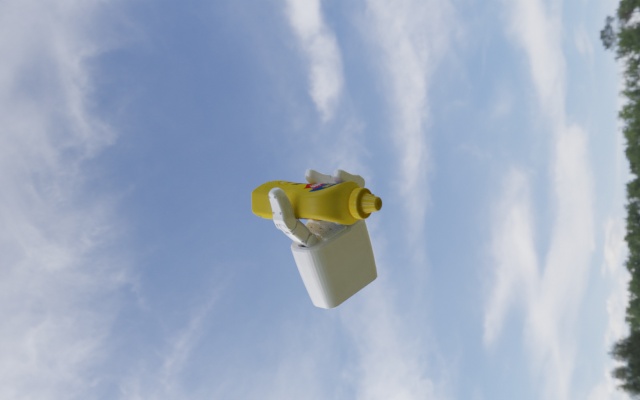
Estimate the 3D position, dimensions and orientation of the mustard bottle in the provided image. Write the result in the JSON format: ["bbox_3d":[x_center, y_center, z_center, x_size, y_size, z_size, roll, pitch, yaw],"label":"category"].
[{"bbox_3d":[0.000,0.002,0.662,0.191,0.058,0.096,3,5,40],"label":"mustard bottle"}]
